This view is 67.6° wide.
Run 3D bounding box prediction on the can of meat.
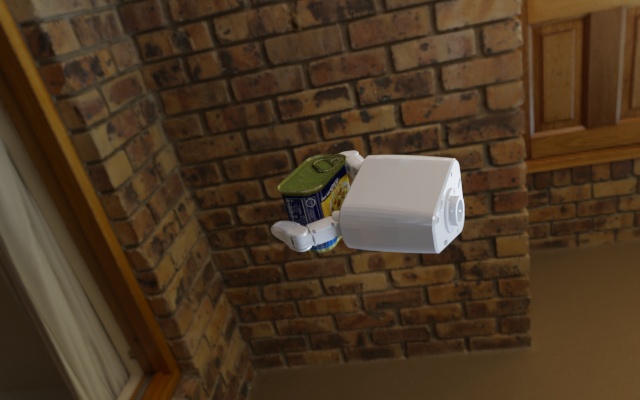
[{"bbox_3d":[0.000,0.002,0.578,0.057,0.084,0.102,1,29,29],"label":"can of meat"}]
